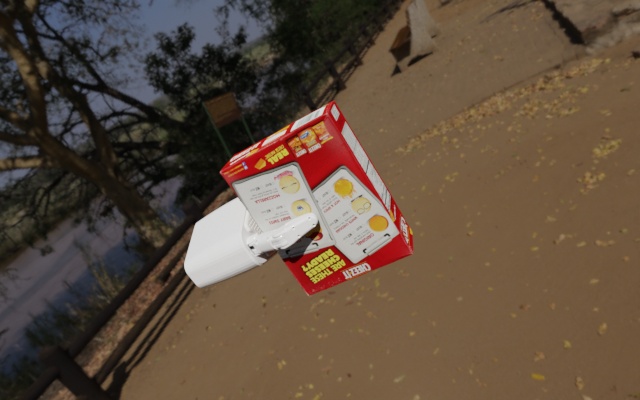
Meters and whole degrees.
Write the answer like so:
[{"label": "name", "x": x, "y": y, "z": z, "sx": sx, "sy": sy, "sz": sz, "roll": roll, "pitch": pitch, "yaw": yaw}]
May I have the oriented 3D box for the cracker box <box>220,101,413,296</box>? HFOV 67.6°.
[{"label": "cracker box", "x": 0.000, "y": 0.002, "z": 0.627, "sx": 0.164, "sy": 0.214, "sz": 0.072, "roll": -26, "pitch": 20, "yaw": 22}]
